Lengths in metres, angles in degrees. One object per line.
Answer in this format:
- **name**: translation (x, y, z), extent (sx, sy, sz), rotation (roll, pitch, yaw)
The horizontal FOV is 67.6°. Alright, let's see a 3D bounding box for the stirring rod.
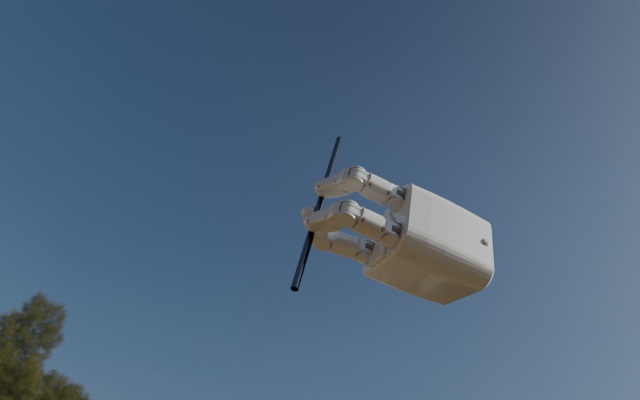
- **stirring rod**: translation (0.000, 0.002, 0.533), extent (0.011, 0.011, 0.239), rotation (0, 43, 16)
